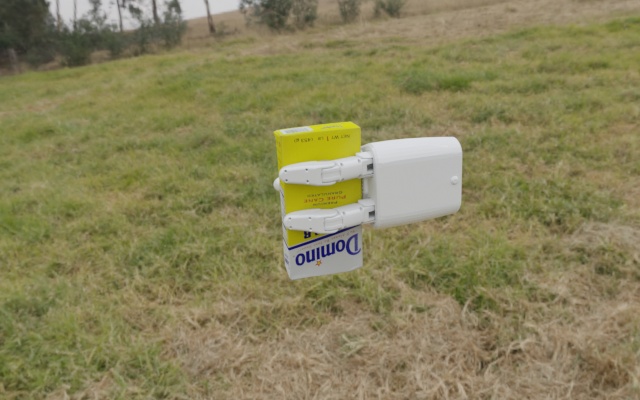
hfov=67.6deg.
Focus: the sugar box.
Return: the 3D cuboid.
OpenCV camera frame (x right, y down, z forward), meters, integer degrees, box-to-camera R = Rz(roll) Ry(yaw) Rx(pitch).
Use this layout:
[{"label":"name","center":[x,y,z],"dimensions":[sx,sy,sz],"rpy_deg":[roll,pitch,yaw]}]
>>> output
[{"label":"sugar box","center":[0.000,0.002,0.558],"dimensions":[0.093,0.176,0.048],"rpy_deg":[-8,18,-12]}]
